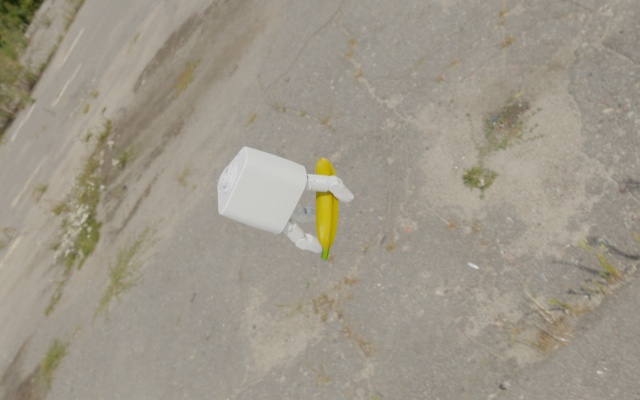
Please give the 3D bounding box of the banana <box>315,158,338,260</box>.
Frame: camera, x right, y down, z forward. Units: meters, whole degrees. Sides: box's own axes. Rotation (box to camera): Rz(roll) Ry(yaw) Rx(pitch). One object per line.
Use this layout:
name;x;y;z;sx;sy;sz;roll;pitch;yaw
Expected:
banana;0.006;-0.002;0.825;0.037;0.197;0.070;10;-28;-17
